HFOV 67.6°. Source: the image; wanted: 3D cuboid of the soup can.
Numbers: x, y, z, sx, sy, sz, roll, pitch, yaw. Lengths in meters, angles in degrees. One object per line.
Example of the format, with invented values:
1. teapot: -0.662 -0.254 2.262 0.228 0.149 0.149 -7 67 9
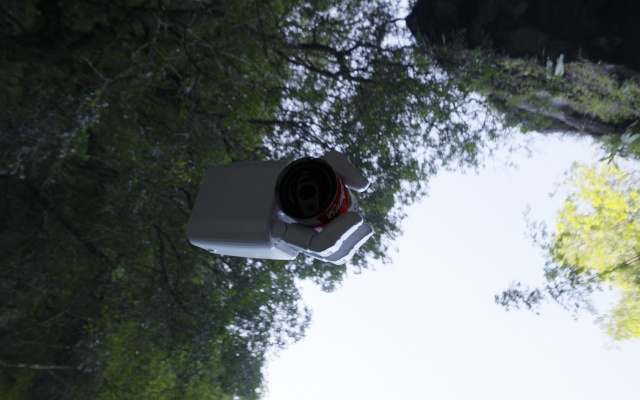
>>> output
1. soup can: 0.001 0.002 0.529 0.068 0.068 0.102 0 -17 19
